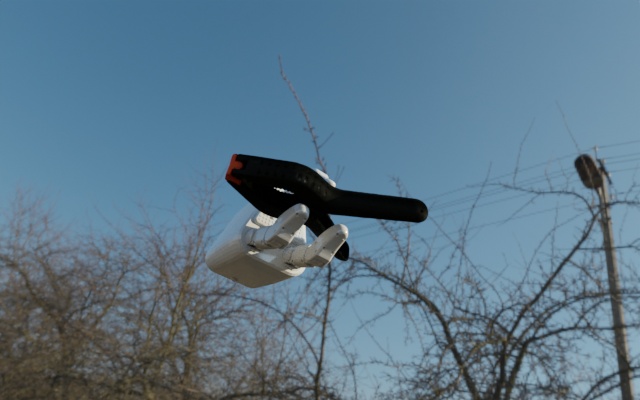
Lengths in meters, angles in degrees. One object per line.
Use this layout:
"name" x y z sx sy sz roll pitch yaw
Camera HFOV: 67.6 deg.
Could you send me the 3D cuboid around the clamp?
"clamp" 0.000 0.001 0.526 0.210 0.036 0.164 29 -37 -27
